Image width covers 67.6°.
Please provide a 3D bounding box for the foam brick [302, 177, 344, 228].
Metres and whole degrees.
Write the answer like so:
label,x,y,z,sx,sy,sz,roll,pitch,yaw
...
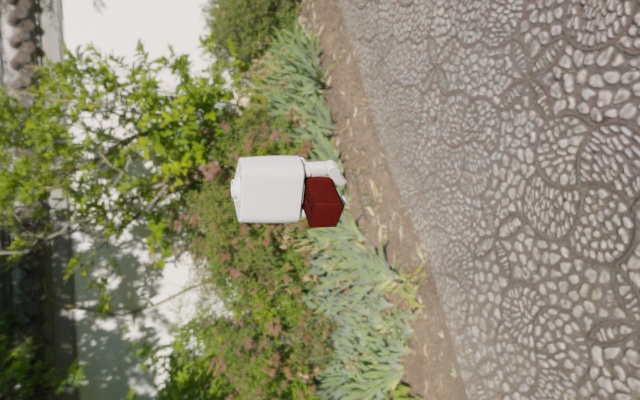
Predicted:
label,x,y,z,sx,sy,sz,roll,pitch,yaw
foam brick,0.000,0.003,0.826,0.051,0.053,0.078,-1,41,-21
